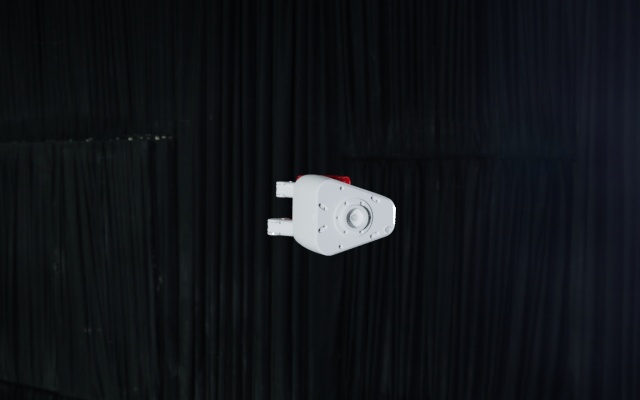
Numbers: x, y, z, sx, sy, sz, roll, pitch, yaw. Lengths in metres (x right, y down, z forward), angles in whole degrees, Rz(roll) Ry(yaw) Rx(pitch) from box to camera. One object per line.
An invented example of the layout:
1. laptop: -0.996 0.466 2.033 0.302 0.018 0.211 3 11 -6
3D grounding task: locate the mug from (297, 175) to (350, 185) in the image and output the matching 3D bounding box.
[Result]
1. mug: 0.000 0.002 0.737 0.093 0.081 0.117 0 4 -17
